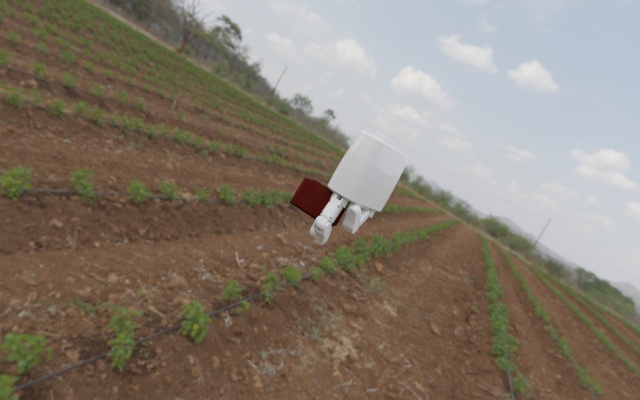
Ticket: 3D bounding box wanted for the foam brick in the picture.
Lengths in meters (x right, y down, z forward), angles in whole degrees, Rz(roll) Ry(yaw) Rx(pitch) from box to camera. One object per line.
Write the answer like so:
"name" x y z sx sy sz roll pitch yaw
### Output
"foam brick" 0.000 0.003 0.809 0.078 0.051 0.053 32 10 21
